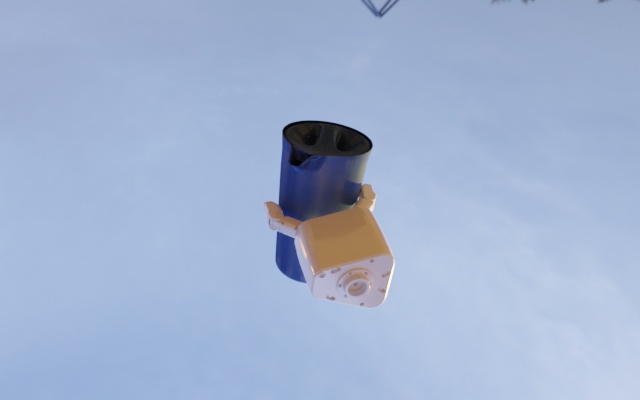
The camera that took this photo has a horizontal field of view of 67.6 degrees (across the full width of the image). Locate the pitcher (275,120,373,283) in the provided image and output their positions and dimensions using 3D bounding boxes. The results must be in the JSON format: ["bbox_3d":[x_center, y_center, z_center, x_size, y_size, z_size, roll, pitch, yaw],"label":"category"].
[{"bbox_3d":[0.000,0.003,0.755,0.149,0.243,0.145,0,31,-16],"label":"pitcher"}]
